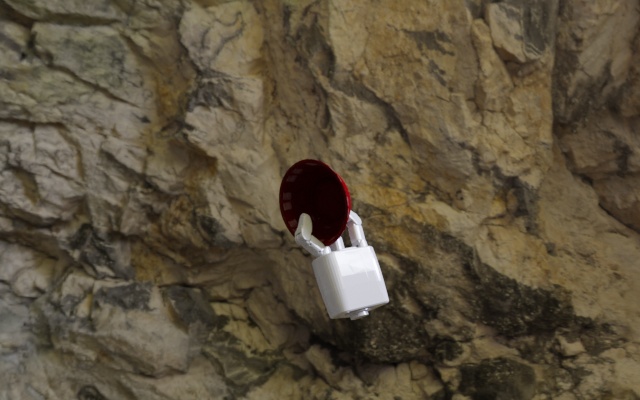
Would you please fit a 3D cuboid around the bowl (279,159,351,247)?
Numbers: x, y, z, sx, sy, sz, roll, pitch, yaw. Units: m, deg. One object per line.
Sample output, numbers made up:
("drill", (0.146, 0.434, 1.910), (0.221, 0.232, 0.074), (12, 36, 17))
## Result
("bowl", (0.000, 0.001, 0.870), (0.162, 0.162, 0.055), (0, 9, 39))
